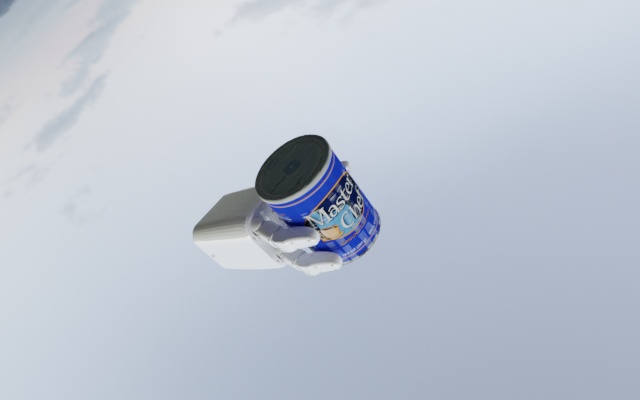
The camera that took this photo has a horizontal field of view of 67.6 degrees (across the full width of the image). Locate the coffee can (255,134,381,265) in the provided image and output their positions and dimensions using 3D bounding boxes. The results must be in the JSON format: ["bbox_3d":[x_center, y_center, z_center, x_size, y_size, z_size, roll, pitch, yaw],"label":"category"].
[{"bbox_3d":[0.000,0.002,0.598,0.103,0.102,0.140,0,-37,39],"label":"coffee can"}]
